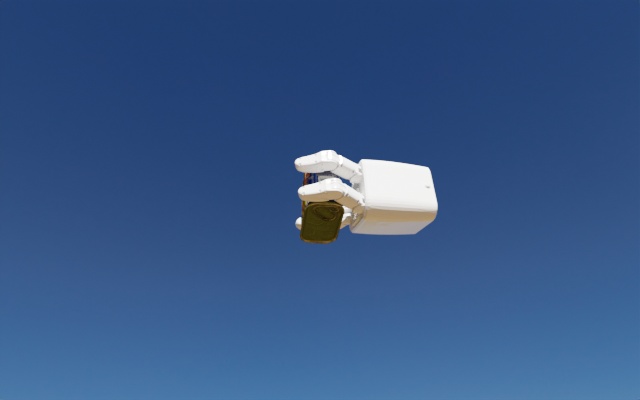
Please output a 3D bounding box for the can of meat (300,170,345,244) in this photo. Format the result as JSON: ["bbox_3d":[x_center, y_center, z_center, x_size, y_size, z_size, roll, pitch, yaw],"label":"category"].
[{"bbox_3d":[0.000,0.002,0.714,0.057,0.084,0.102,3,-37,-7],"label":"can of meat"}]
